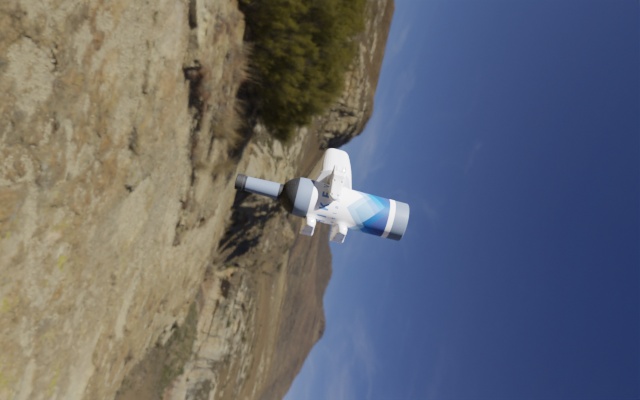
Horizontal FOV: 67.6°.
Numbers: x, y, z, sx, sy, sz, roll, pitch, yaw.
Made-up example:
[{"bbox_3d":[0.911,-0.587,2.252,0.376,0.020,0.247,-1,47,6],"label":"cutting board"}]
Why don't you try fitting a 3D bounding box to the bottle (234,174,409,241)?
[{"bbox_3d":[0.000,0.003,0.818,0.296,0.069,0.069,14,-1,-4],"label":"bottle"}]
